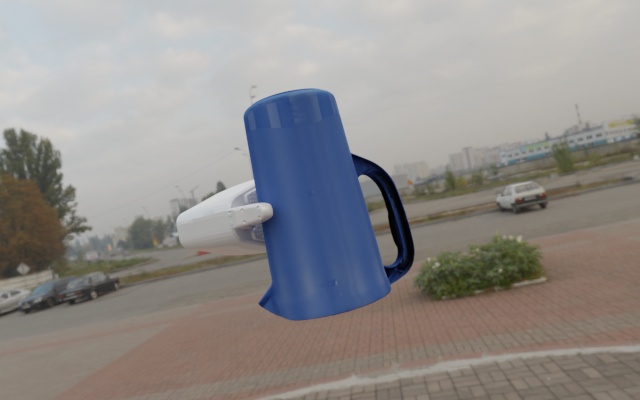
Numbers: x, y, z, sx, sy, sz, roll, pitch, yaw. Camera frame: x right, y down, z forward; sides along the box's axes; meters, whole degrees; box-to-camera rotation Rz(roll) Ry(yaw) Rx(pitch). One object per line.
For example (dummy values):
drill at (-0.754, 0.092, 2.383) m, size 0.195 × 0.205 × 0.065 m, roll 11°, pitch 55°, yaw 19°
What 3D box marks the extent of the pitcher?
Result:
pitcher at (0.000, 0.002, 0.547) m, size 0.145 × 0.243 × 0.149 m, roll -13°, pitch -1°, yaw 36°
